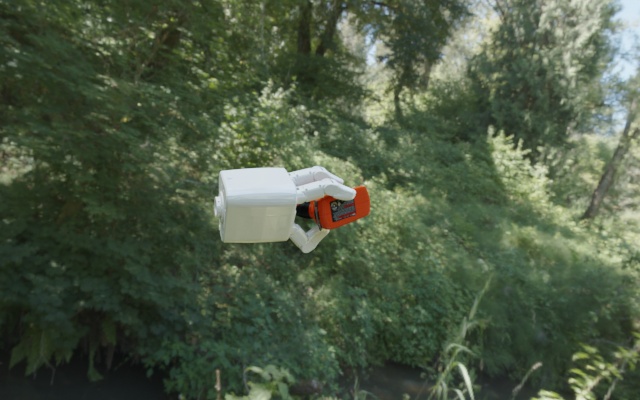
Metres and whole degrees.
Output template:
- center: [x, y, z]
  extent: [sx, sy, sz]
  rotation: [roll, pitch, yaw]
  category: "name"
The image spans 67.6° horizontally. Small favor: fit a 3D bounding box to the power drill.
- center: [0.000, 0.003, 0.858]
  extent: [0.184, 0.057, 0.187]
  rotation: [-20, 14, -34]
  category: "power drill"
